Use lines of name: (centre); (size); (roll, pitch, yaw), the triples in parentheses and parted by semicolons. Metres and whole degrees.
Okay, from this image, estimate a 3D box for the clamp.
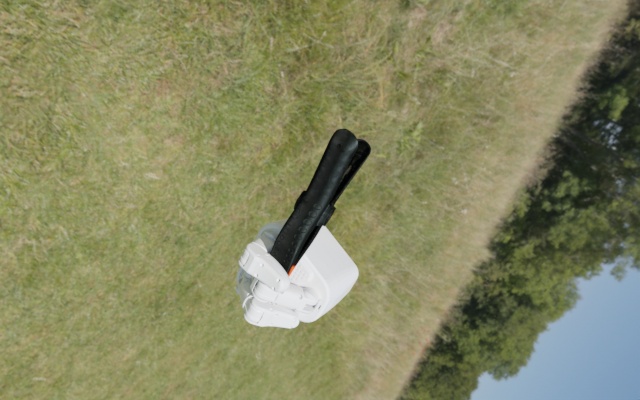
clamp: (0.000, 0.002, 0.491); (0.039, 0.171, 0.120); (37, 18, 14)
